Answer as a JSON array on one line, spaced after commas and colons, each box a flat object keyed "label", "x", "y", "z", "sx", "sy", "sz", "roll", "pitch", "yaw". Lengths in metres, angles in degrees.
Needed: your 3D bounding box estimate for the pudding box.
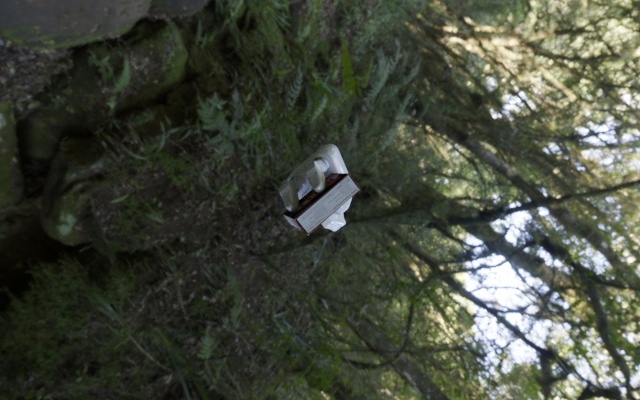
[{"label": "pudding box", "x": 0.000, "y": 0.003, "z": 0.764, "sx": 0.113, "sy": 0.039, "sz": 0.090, "roll": -43, "pitch": 12, "yaw": -9}]
